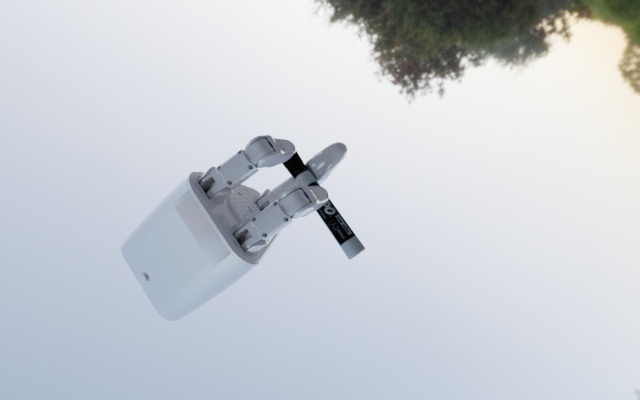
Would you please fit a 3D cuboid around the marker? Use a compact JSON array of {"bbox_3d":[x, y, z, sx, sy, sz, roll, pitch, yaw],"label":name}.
[{"bbox_3d":[0.000,0.001,0.453,0.020,0.121,0.020,-34,-10,-7],"label":"marker"}]
